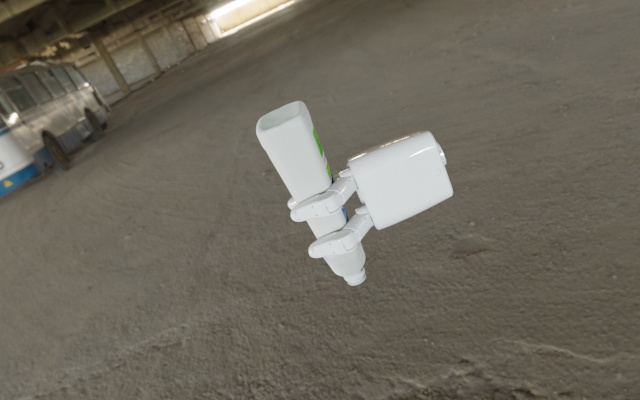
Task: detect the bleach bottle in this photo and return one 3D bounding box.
[{"bbox_3d":[0.000,0.002,0.625,0.068,0.251,0.102,-23,23,5],"label":"bleach bottle"}]
